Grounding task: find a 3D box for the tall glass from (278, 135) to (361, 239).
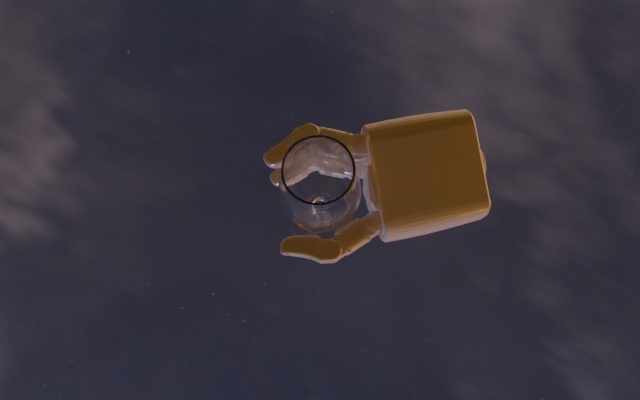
[{"bbox_3d":[0.000,0.002,0.487,0.079,0.079,0.201,0,-16,1],"label":"tall glass"}]
